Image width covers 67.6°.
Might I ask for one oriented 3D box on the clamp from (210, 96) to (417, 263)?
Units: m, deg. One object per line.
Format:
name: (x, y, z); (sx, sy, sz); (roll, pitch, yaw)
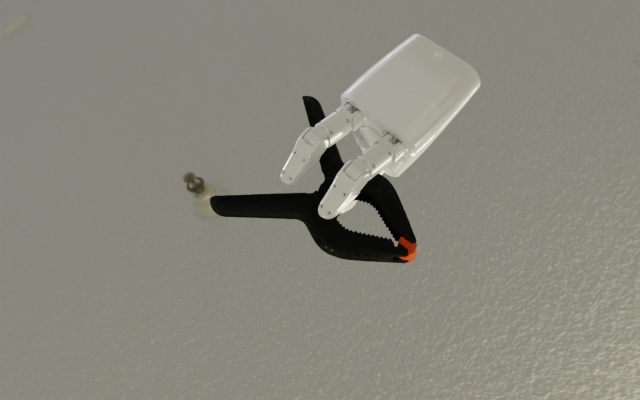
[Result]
clamp: (0.001, 0.002, 0.478); (0.210, 0.164, 0.036); (42, -10, 24)
